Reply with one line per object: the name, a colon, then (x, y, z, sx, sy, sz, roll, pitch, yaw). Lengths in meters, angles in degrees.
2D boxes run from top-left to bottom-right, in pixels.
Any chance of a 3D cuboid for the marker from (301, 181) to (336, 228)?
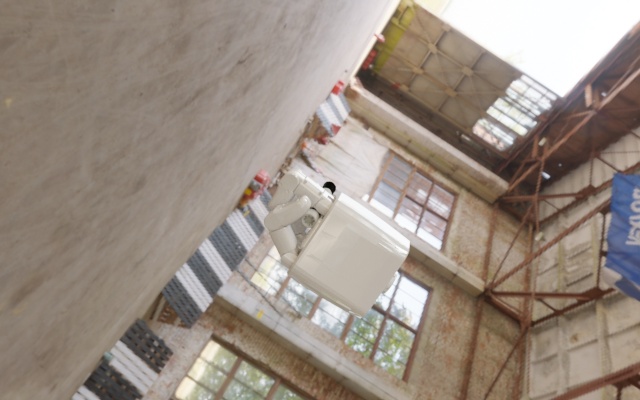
marker: (0.000, 0.002, 0.606, 0.020, 0.020, 0.121, 0, 21, 14)
